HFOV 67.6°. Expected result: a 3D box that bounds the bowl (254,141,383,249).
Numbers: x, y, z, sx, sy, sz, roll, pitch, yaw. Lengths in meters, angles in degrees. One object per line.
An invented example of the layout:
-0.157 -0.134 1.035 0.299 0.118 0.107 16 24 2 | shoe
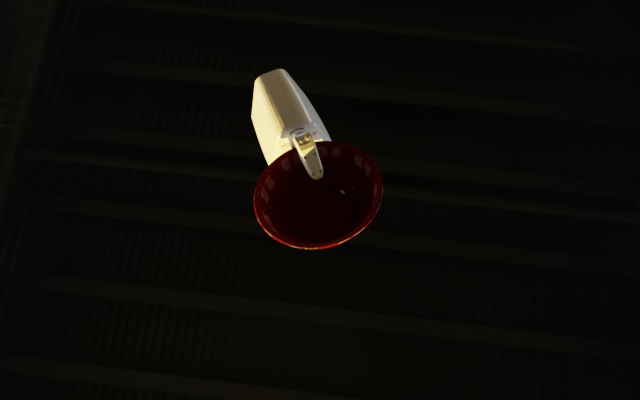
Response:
0.000 0.003 0.610 0.162 0.162 0.055 0 -34 11 | bowl
